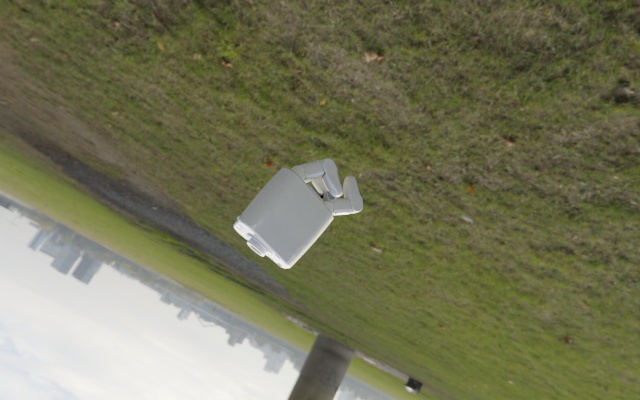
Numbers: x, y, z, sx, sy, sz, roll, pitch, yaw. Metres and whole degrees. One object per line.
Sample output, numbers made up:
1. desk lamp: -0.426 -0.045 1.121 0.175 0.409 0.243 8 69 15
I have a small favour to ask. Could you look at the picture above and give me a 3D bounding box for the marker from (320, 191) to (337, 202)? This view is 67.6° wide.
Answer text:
1. marker: 0.000 0.003 0.783 0.020 0.020 0.121 0 -10 -17
